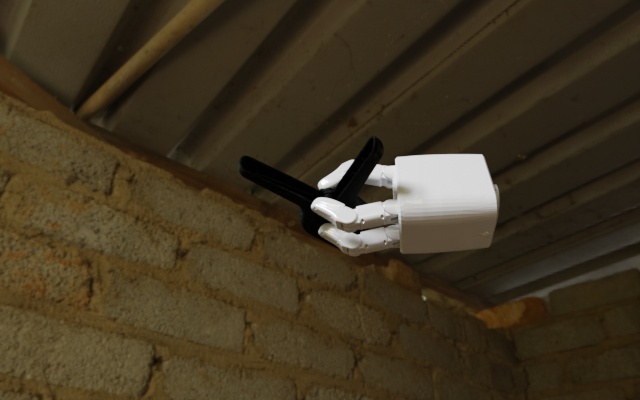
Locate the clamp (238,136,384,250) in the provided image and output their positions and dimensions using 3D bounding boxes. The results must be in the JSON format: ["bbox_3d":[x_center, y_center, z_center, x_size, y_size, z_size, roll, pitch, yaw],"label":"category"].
[{"bbox_3d":[0.000,0.002,0.591,0.164,0.036,0.210,-2,-36,10],"label":"clamp"}]
